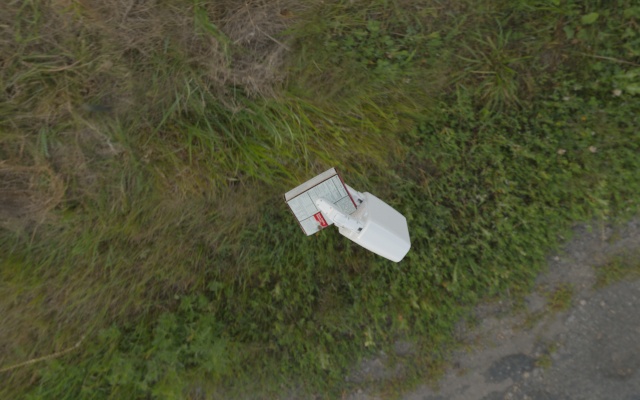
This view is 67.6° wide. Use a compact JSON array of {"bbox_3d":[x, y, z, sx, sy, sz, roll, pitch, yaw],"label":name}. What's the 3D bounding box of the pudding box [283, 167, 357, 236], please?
[{"bbox_3d":[0.000,0.003,0.895,0.113,0.090,0.039,-29,26,2],"label":"pudding box"}]
